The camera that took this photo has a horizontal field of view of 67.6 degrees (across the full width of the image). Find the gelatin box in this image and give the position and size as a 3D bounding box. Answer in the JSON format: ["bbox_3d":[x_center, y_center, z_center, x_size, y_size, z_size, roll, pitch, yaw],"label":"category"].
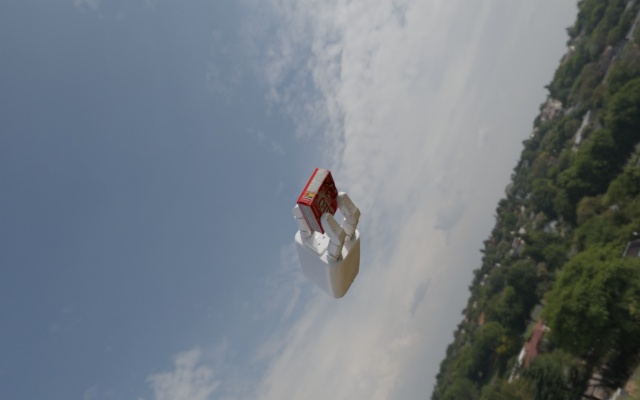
[{"bbox_3d":[0.000,0.002,0.789,0.030,0.073,0.089,15,-30,27],"label":"gelatin box"}]
